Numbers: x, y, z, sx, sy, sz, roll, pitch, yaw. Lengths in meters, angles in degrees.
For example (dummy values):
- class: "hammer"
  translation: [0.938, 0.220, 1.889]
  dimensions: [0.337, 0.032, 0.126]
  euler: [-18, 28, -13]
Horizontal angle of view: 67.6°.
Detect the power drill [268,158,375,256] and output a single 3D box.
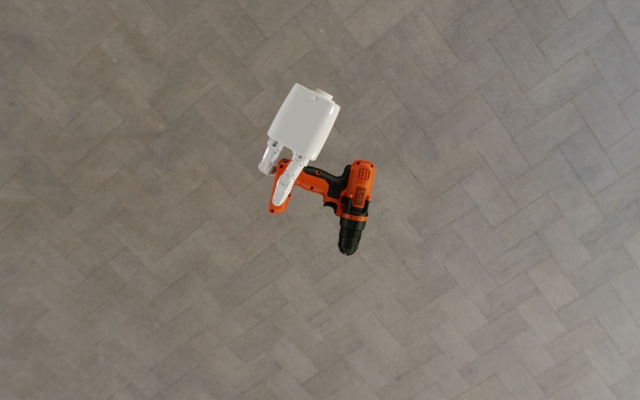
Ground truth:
- class: "power drill"
  translation: [0.000, 0.003, 0.899]
  dimensions: [0.187, 0.184, 0.057]
  euler: [10, 6, -6]
